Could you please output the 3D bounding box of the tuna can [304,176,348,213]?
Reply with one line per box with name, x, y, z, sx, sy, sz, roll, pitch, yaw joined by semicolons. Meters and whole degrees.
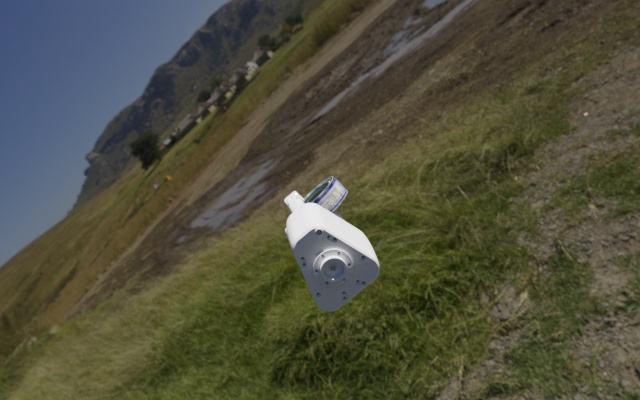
tuna can;0.000;0.002;0.742;0.086;0.034;0.086;-41;11;10
